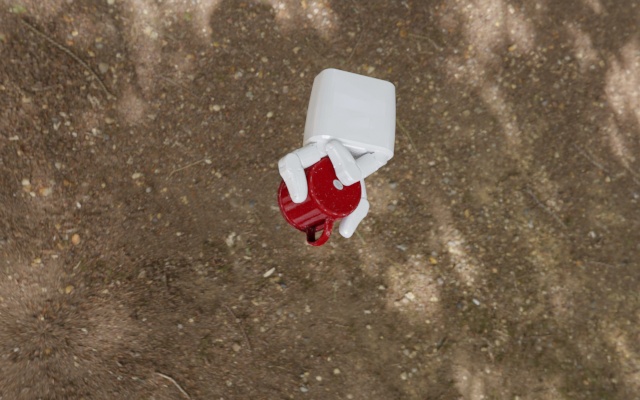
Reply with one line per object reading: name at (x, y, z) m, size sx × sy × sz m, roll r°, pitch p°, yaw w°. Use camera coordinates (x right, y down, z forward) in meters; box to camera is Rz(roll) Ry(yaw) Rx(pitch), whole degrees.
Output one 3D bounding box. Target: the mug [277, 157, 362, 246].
mug at (0.000, 0.003, 0.631) m, size 0.093 × 0.117 × 0.081 m, roll 15°, pitch -21°, yaw -26°
